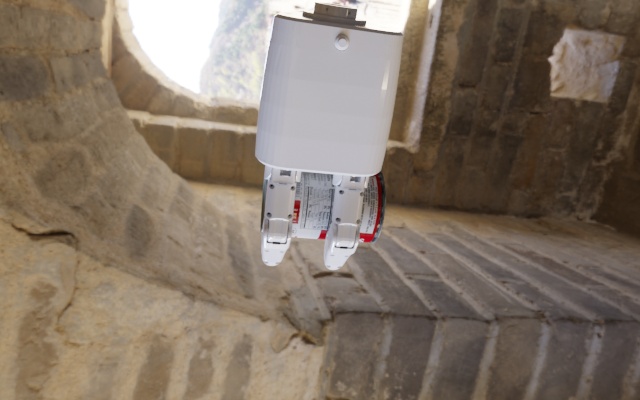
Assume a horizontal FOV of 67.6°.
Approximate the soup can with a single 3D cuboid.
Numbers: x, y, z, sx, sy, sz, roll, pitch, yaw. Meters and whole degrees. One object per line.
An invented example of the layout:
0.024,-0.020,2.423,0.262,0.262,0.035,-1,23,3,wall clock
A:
0.000,0.002,0.428,0.102,0.068,0.068,5,-1,-10,soup can
